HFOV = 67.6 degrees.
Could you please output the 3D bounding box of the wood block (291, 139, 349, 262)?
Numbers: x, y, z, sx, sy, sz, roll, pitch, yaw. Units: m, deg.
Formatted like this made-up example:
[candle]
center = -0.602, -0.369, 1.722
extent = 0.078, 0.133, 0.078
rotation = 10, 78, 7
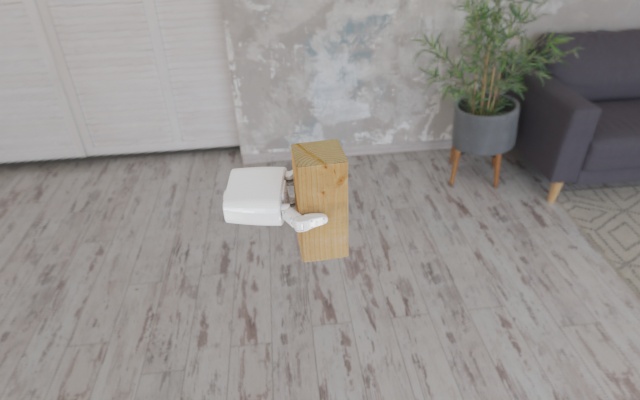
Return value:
[wood block]
center = 0.000, 0.003, 0.883
extent = 0.090, 0.206, 0.090
rotation = -7, 33, -6
